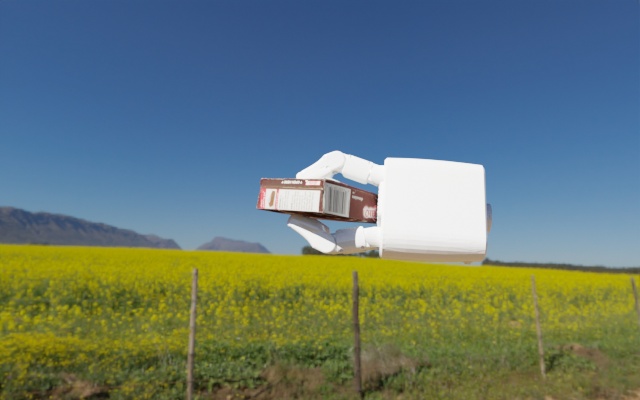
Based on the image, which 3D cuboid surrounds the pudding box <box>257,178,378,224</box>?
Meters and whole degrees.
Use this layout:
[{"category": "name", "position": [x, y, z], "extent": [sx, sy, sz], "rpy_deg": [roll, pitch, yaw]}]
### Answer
[{"category": "pudding box", "position": [0.000, 0.002, 0.532], "extent": [0.090, 0.039, 0.113], "rpy_deg": [1, -9, 36]}]
